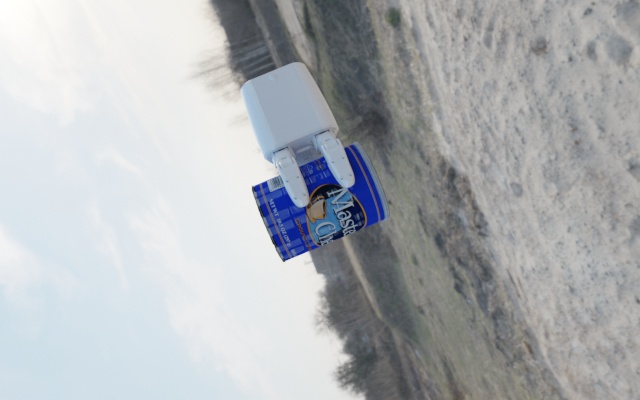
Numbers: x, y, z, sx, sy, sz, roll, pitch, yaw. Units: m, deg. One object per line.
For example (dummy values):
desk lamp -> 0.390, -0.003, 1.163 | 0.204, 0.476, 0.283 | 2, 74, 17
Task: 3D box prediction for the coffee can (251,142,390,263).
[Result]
coffee can -> 0.000, 0.002, 0.586 | 0.140, 0.103, 0.103 | -23, 1, -2
